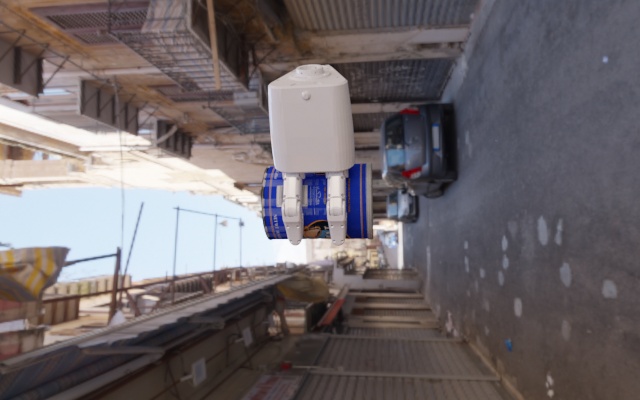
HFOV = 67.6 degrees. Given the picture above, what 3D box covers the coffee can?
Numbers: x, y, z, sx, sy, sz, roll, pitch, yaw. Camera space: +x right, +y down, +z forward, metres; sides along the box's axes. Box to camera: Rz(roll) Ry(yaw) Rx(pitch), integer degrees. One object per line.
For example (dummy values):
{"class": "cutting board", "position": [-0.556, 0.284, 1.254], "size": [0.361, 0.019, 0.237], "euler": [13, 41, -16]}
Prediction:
{"class": "coffee can", "position": [0.000, 0.002, 0.645], "size": [0.140, 0.103, 0.103], "euler": [-1, 0, 7]}
